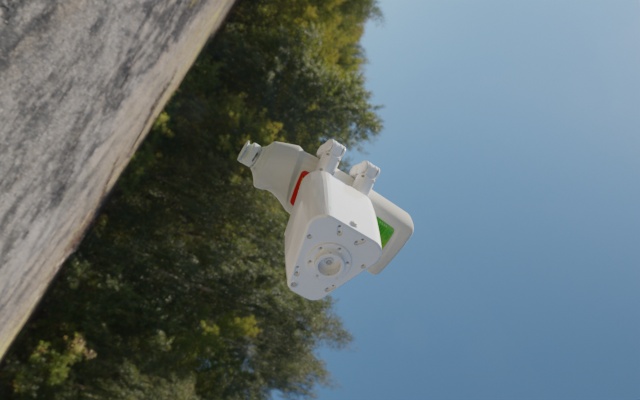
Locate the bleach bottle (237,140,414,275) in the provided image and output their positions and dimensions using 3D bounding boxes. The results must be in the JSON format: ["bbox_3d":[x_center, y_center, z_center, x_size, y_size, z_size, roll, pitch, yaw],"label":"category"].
[{"bbox_3d":[0.000,0.002,0.647,0.251,0.102,0.068,30,22,-17],"label":"bleach bottle"}]
